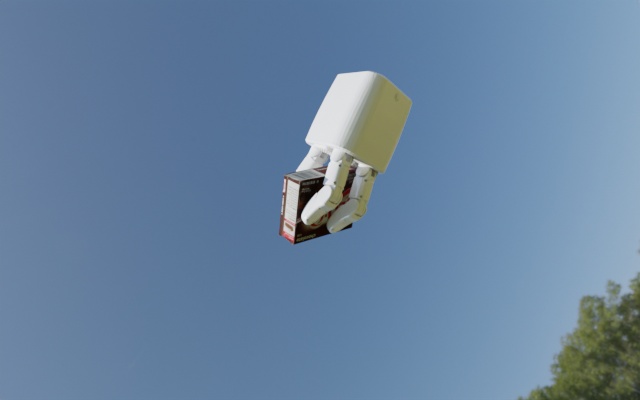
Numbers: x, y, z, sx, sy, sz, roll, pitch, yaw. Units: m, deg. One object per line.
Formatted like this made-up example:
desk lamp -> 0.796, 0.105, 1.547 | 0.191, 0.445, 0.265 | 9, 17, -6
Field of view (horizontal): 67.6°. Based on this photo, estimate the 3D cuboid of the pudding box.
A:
pudding box -> 0.000, 0.002, 0.646 | 0.113, 0.090, 0.039 | -12, 28, -39
